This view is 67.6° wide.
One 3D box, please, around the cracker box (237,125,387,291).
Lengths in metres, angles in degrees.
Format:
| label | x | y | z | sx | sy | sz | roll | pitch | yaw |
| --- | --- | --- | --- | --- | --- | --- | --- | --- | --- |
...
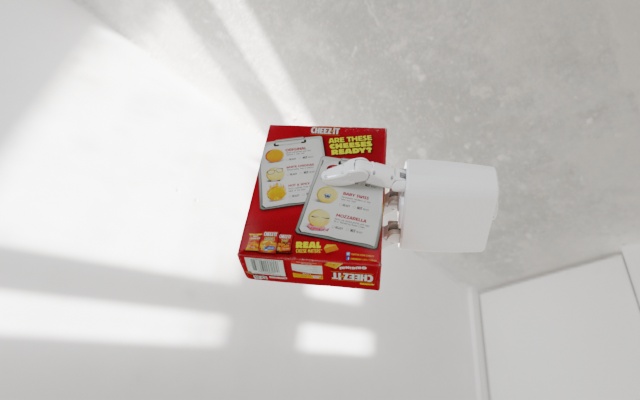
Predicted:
| label | x | y | z | sx | sy | sz | roll | pitch | yaw |
| --- | --- | --- | --- | --- | --- | --- | --- | --- | --- |
| cracker box | 0.000 | 0.002 | 0.612 | 0.164 | 0.213 | 0.072 | 3 | -38 | 6 |
